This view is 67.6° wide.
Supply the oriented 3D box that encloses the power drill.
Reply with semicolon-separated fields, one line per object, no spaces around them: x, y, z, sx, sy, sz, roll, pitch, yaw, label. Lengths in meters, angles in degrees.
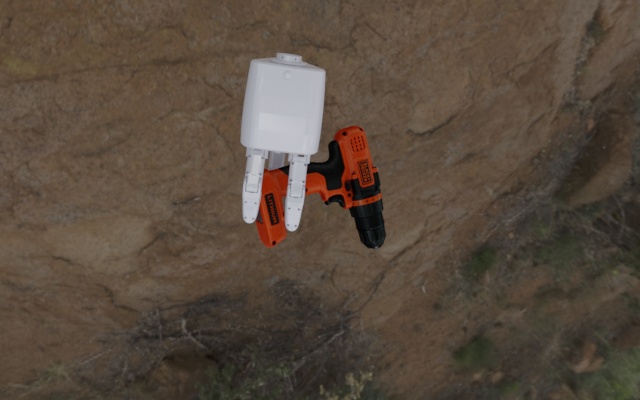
0.000;0.002;0.675;0.187;0.184;0.057;-18;9;-22;power drill
